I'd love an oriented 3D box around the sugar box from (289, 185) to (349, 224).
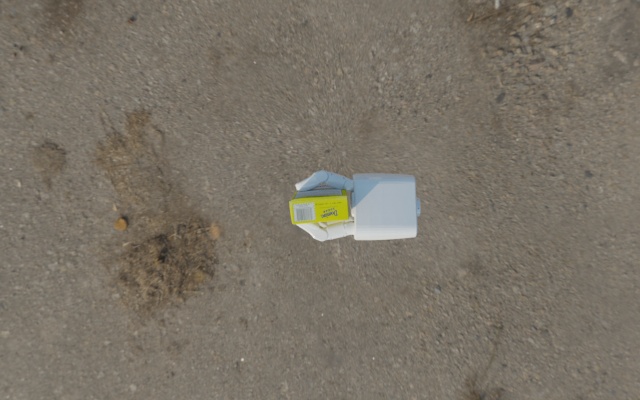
[{"bbox_3d":[0.000,0.003,0.833,0.093,0.048,0.176,-4,6,2],"label":"sugar box"}]
